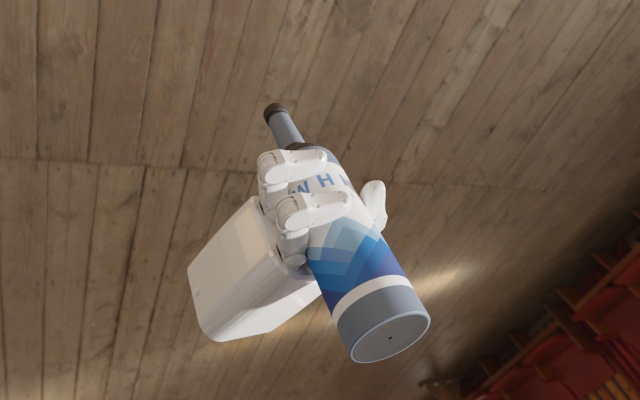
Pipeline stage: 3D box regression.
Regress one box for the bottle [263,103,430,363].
[{"bbox_3d":[0.000,0.002,0.445,0.069,0.069,0.295,0,43,-29],"label":"bottle"}]
